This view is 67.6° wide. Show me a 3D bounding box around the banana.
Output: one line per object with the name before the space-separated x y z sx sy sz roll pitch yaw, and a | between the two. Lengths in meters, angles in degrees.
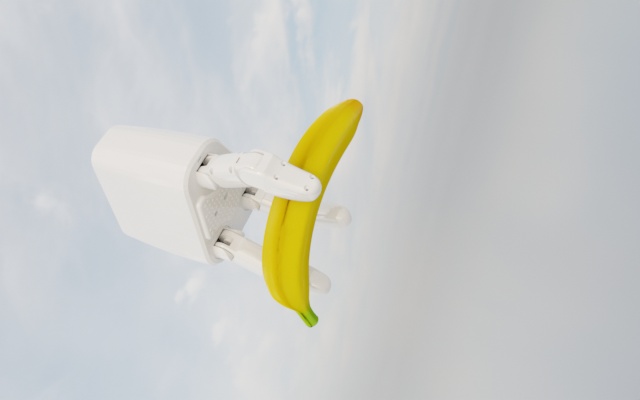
banana | -0.009 0.001 0.386 0.037 0.198 0.070 10 -7 30
